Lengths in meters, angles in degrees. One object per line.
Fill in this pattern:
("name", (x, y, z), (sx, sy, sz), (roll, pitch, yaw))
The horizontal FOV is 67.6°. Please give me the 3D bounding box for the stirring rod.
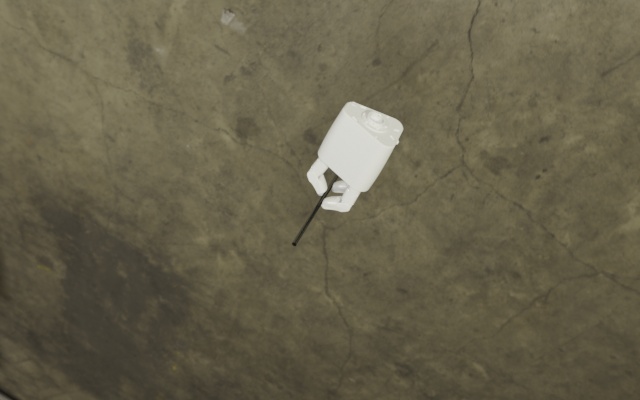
("stirring rod", (0.000, 0.003, 0.874), (0.011, 0.011, 0.239), (0, 35, 26))
